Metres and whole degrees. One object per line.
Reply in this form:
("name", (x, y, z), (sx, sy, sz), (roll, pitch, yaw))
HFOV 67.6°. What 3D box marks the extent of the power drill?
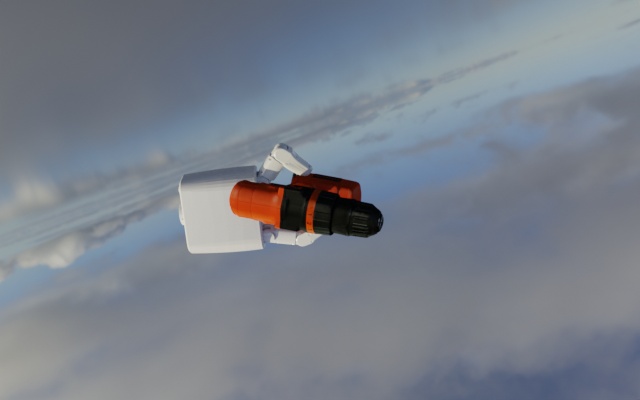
("power drill", (0.000, 0.002, 0.620), (0.184, 0.057, 0.187), (11, 8, 14))
